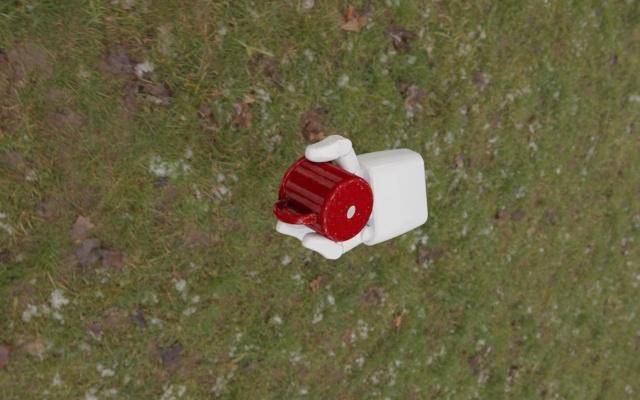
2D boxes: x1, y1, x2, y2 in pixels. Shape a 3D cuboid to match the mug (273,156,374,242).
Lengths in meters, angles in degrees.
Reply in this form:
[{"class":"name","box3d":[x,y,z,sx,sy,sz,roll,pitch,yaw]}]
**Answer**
[{"class":"mug","box3d":[-0.001,0.002,0.566,0.117,0.093,0.081,-17,30,-35]}]
